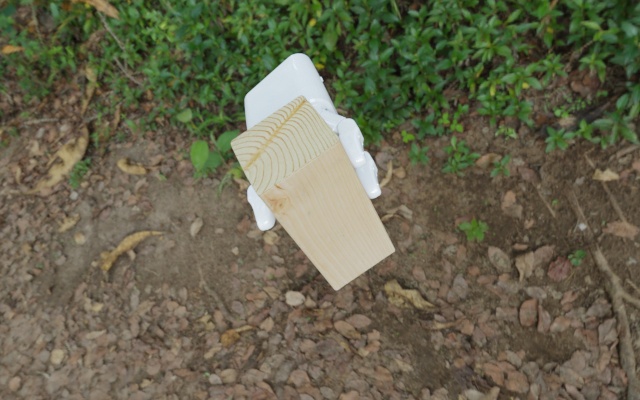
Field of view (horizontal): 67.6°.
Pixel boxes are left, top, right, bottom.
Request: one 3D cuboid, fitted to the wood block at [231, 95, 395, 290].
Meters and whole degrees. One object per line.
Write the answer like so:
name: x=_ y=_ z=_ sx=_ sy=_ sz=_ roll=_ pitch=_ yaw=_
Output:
wood block: x=0.000 y=0.002 z=0.527 sx=0.091 sy=0.090 sz=0.206 roll=-34 pitch=-41 yaw=0
